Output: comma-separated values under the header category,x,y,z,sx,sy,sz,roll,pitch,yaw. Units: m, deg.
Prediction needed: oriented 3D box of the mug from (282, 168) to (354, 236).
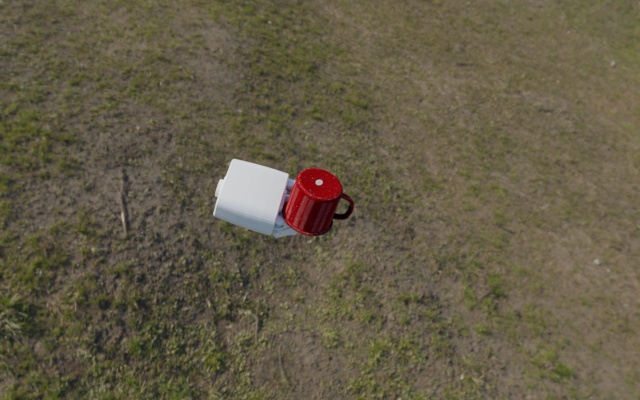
category,x,y,z,sx,sy,sz,roll,pitch,yaw
mug,0.002,0.003,0.812,0.117,0.082,0.093,15,41,-8
